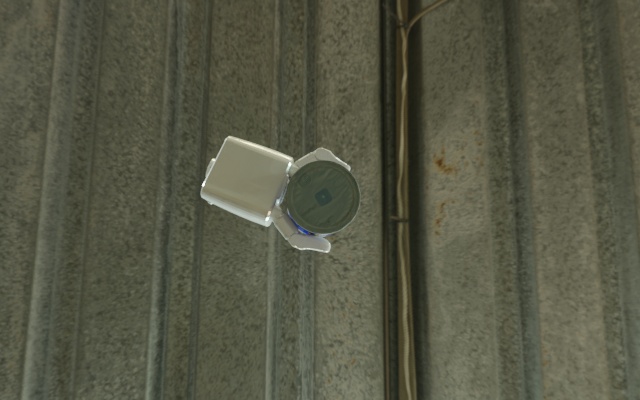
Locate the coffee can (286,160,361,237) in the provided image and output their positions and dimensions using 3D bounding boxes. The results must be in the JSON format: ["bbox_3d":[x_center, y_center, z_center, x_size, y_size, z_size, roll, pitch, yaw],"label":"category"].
[{"bbox_3d":[0.000,0.002,0.720,0.103,0.103,0.140,0,-6,-3],"label":"coffee can"}]
